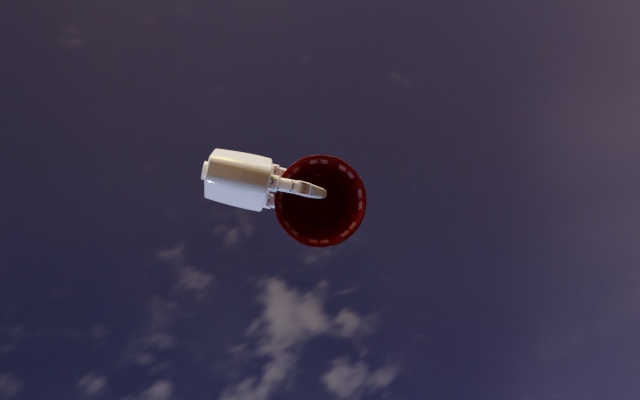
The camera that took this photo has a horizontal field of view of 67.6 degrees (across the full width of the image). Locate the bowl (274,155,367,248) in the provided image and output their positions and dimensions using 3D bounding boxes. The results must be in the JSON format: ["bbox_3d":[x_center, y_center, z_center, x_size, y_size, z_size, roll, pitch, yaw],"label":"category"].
[{"bbox_3d":[0.001,0.003,0.853,0.162,0.162,0.055,0,-5,2],"label":"bowl"}]
